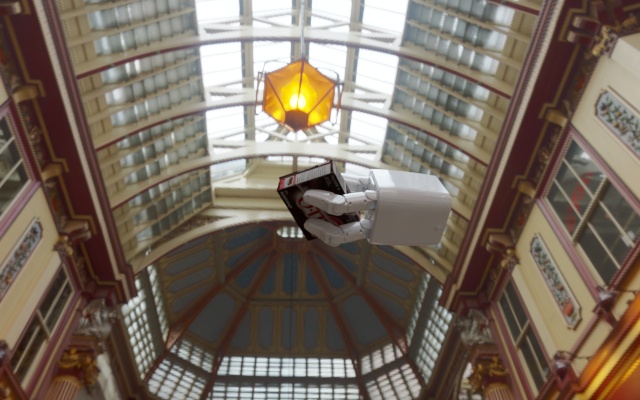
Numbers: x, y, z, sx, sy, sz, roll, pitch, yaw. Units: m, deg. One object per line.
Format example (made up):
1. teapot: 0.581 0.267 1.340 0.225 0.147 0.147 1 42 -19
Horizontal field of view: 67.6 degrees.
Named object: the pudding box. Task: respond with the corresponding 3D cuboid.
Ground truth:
1. pudding box: 0.000 0.002 0.707 0.090 0.114 0.039 -18 36 16
